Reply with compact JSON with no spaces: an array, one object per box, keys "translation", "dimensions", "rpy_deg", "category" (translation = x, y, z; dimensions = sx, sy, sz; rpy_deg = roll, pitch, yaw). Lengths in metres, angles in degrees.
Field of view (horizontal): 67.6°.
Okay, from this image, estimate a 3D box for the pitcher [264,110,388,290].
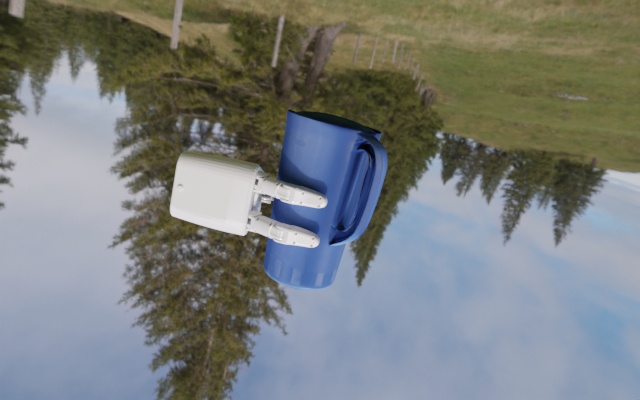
[{"translation":[0.000,0.002,0.673],"dimensions":[0.145,0.243,0.149],"rpy_deg":[13,13,1],"category":"pitcher"}]
